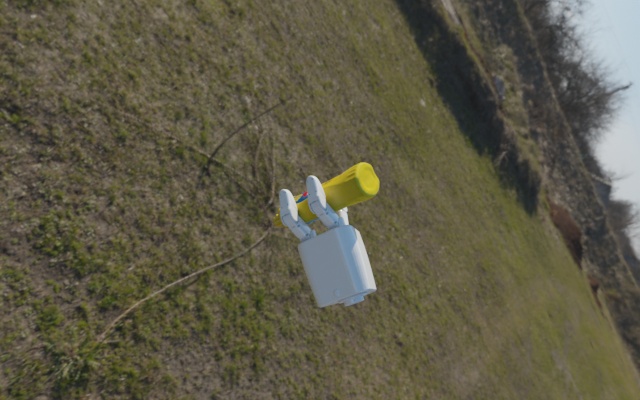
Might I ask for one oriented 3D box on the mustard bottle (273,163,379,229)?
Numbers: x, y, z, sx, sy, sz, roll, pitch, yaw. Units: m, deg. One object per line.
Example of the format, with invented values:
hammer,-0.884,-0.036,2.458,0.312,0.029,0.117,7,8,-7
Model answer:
mustard bottle,0.000,0.002,0.796,0.192,0.058,0.096,-26,7,26
